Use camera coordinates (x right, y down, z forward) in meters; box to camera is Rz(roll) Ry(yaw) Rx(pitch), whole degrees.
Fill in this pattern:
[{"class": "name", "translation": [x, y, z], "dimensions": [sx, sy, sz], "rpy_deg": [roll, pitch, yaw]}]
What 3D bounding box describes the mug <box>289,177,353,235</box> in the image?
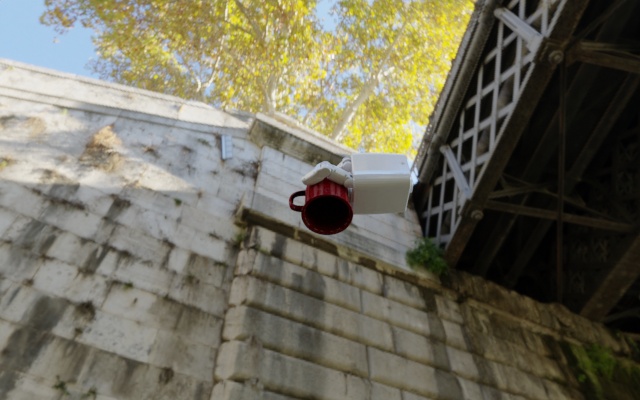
[{"class": "mug", "translation": [-0.001, 0.003, 0.881], "dimensions": [0.117, 0.093, 0.081], "rpy_deg": [1, 36, 0]}]
